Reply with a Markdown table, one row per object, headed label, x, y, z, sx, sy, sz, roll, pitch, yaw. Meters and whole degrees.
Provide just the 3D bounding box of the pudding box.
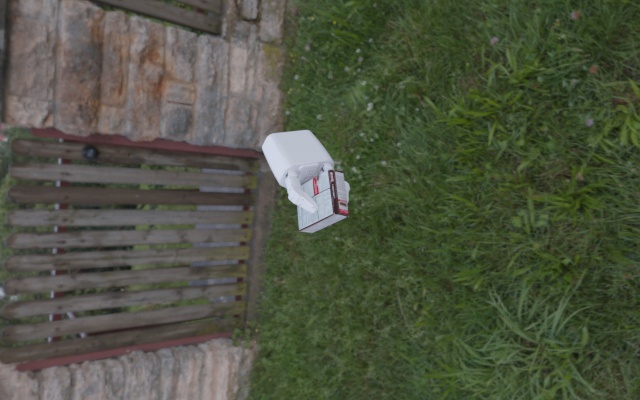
| label | x | y | z | sx | sy | sz | roll | pitch | yaw |
| --- | --- | --- | --- | --- | --- | --- | --- | --- | --- |
| pudding box | 0.000 | 0.003 | 0.890 | 0.039 | 0.090 | 0.113 | 7 | -22 | -36 |
